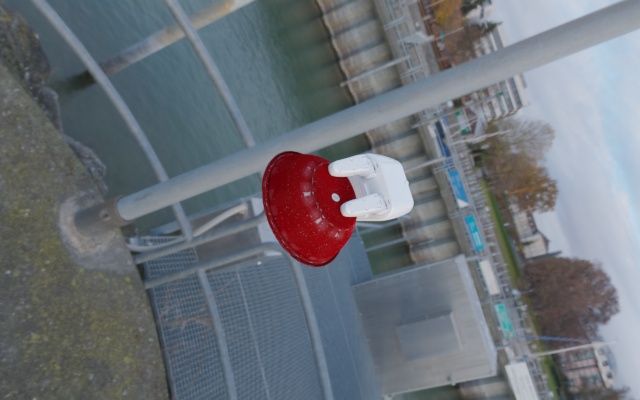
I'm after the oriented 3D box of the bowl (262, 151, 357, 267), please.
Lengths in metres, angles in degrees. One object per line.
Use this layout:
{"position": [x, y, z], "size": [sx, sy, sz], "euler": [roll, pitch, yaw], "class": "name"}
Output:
{"position": [0.000, 0.002, 0.621], "size": [0.055, 0.162, 0.162], "euler": [-22, -13, 36], "class": "bowl"}
